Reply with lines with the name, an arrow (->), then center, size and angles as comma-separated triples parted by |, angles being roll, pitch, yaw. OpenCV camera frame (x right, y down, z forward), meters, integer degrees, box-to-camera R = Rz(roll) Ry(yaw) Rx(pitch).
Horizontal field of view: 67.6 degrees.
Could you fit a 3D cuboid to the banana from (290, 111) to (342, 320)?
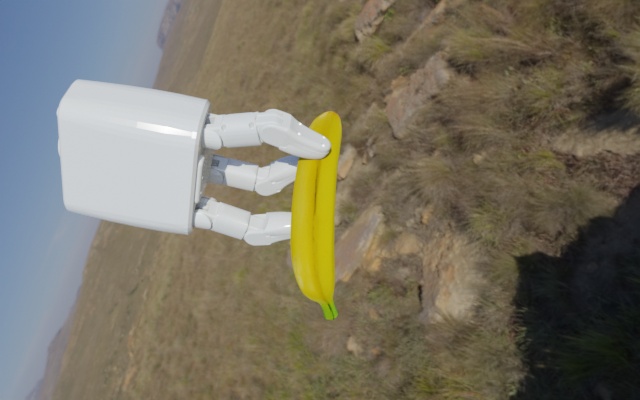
banana -> -0.003, -0.001, 0.413 | 0.037, 0.197, 0.070 | 0, -19, 8
